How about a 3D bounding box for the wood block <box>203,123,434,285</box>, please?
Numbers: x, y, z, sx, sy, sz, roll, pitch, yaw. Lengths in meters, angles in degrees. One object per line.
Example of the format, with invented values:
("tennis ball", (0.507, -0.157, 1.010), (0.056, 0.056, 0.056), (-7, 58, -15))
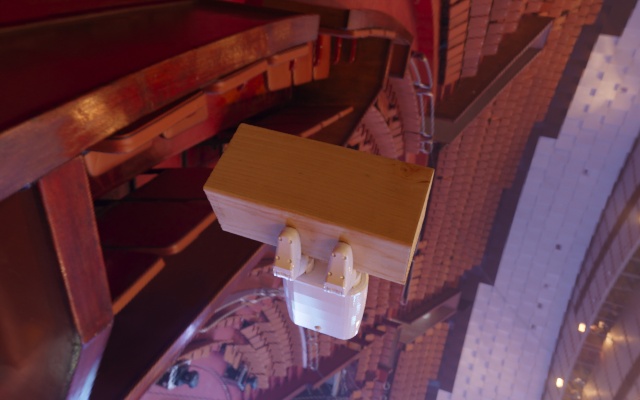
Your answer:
("wood block", (0.000, 0.002, 0.492), (0.206, 0.090, 0.090), (15, -31, 14))
